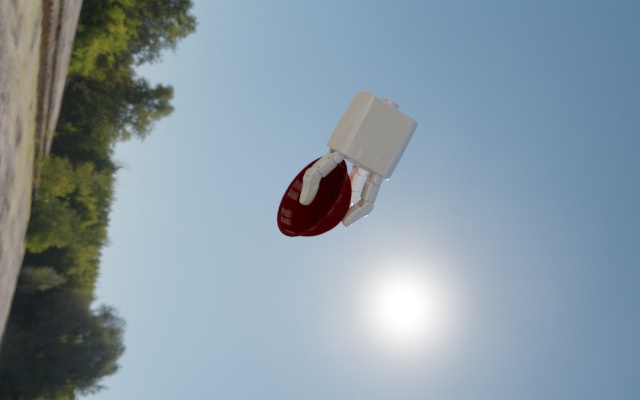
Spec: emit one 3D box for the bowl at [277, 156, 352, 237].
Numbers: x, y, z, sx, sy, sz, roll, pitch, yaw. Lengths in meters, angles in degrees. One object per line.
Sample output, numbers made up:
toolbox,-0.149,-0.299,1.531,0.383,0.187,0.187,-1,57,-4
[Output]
bowl,-0.001,0.004,0.809,0.055,0.162,0.162,38,-22,-32
